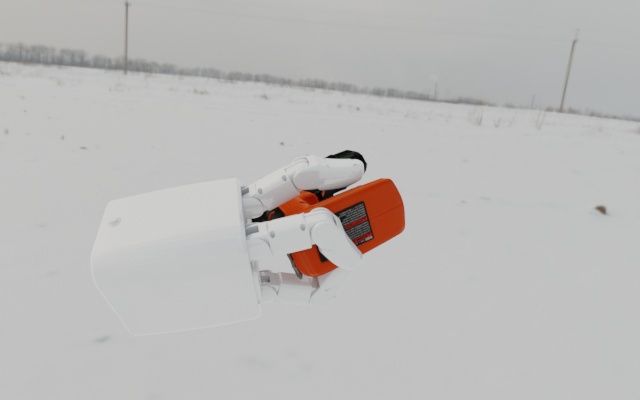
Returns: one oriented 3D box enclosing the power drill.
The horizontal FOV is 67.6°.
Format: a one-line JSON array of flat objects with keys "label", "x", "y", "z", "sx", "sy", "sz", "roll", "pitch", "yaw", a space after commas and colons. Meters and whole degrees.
[{"label": "power drill", "x": 0.000, "y": 0.002, "z": 0.469, "sx": 0.184, "sy": 0.057, "sz": 0.187, "roll": -26, "pitch": 18, "yaw": -19}]
